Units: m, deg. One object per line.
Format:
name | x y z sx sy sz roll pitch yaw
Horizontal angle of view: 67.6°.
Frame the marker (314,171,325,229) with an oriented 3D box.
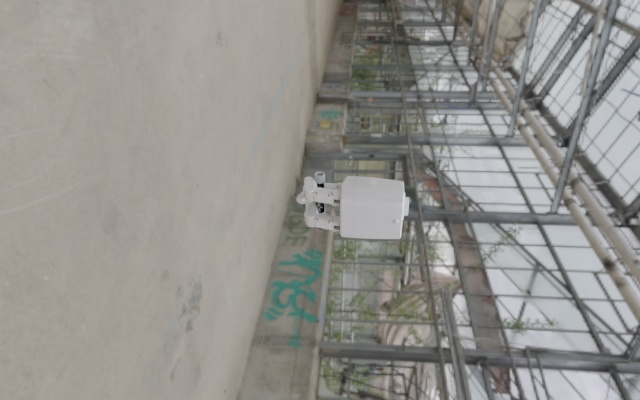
marker | 0.000 0.003 0.878 0.020 0.121 0.020 -1 34 1
